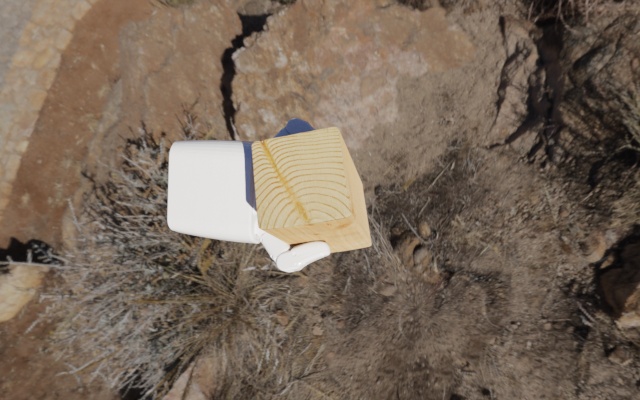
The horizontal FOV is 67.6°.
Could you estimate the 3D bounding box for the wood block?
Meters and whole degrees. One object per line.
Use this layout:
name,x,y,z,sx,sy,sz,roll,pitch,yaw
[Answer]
wood block,0.000,0.002,0.544,0.090,0.090,0.206,-9,-14,9
